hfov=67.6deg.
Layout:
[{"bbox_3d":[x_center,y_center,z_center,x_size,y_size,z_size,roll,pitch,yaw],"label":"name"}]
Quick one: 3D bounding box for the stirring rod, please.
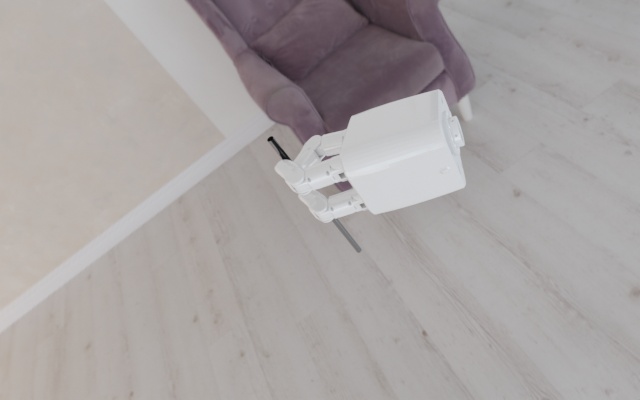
[{"bbox_3d":[0.000,0.002,0.607,0.011,0.011,0.240,0,-36,35],"label":"stirring rod"}]
